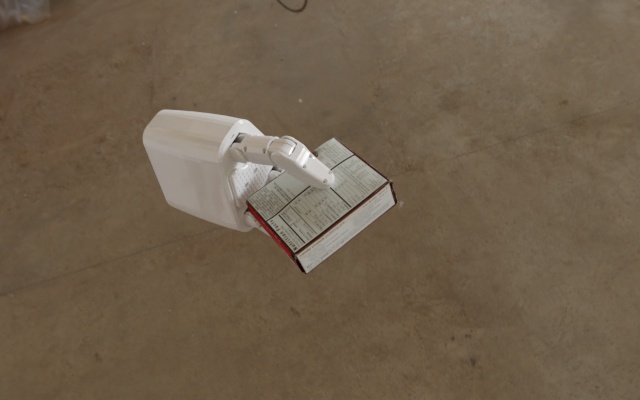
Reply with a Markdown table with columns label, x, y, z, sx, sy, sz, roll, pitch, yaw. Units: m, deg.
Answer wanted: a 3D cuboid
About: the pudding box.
| label | x | y | z | sx | sy | sz | roll | pitch | yaw |
| --- | --- | --- | --- | --- | --- | --- | --- | --- | --- |
| pudding box | 0.000 | 0.001 | 0.445 | 0.090 | 0.113 | 0.039 | 44 | -13 | 38 |
